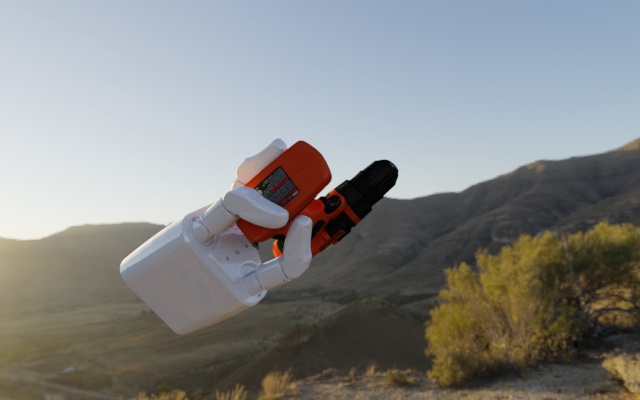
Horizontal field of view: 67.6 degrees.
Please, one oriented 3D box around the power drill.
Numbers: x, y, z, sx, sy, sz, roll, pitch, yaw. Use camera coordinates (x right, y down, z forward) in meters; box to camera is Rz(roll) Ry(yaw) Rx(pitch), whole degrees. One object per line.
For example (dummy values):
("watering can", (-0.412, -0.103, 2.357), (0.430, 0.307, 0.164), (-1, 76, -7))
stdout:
("power drill", (0.000, 0.002, 0.523), (0.184, 0.057, 0.188), (-42, -23, 5))
